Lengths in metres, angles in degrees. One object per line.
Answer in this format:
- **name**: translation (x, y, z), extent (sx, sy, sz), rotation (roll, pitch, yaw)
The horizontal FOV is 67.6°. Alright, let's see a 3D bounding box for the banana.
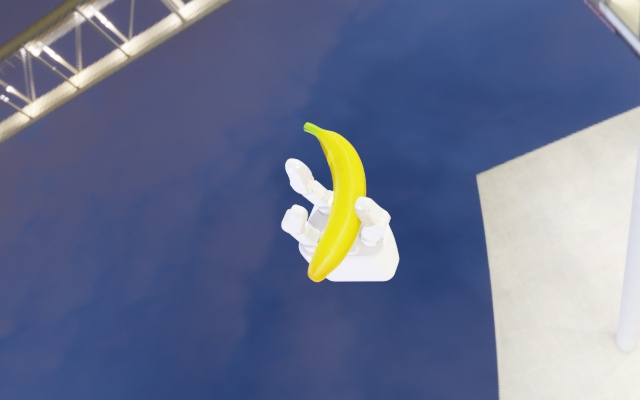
- **banana**: translation (0.018, -0.003, 0.550), extent (0.069, 0.197, 0.037), rotation (-5, -26, 5)
